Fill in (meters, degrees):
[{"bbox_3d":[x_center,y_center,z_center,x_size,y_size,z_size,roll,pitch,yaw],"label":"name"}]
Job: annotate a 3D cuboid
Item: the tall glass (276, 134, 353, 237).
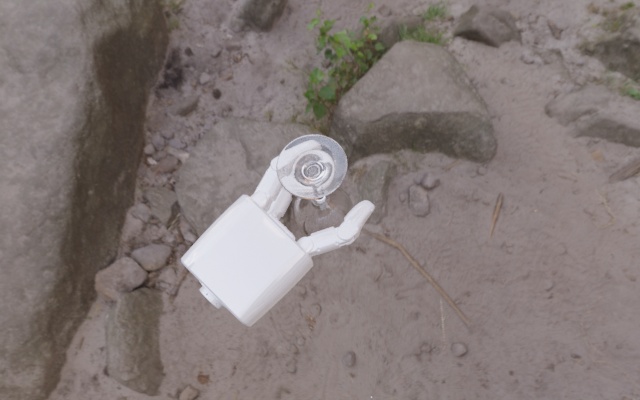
[{"bbox_3d":[0.000,0.002,0.583,0.079,0.079,0.201,0,-22,6],"label":"tall glass"}]
